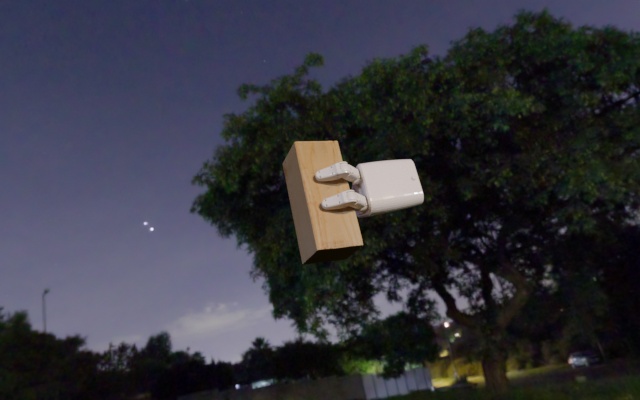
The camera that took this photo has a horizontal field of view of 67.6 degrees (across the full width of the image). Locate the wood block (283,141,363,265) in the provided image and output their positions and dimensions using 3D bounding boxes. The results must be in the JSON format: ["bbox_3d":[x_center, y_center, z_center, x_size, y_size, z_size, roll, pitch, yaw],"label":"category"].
[{"bbox_3d":[0.000,0.003,0.879,0.090,0.206,0.091,-4,-22,-21],"label":"wood block"}]
